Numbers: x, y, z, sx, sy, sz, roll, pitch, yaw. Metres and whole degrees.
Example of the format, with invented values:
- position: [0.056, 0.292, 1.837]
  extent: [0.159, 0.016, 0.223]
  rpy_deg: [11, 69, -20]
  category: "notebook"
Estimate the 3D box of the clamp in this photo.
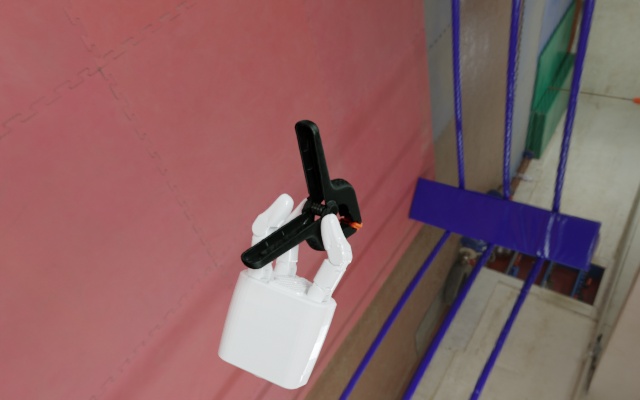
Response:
- position: [0.001, 0.002, 0.567]
  extent: [0.036, 0.164, 0.210]
  rpy_deg: [23, 6, 30]
  category: "clamp"
